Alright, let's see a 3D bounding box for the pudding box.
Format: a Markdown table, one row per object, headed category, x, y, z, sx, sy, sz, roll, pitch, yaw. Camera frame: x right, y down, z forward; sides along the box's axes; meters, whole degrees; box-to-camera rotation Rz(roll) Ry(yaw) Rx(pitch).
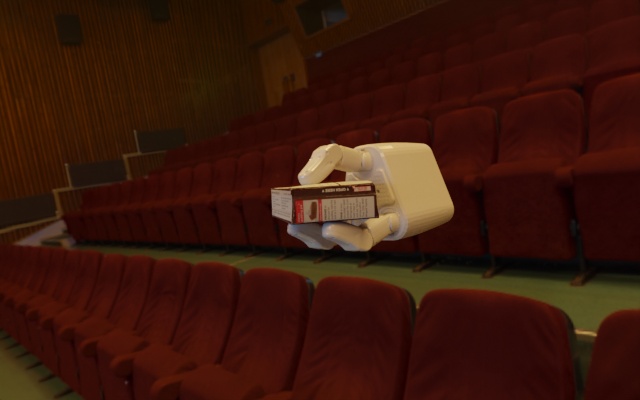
| category | x | y | z | sx | sy | sz | roll | pitch | yaw |
| --- | --- | --- | --- | --- | --- | --- | --- | --- | --- |
| pudding box | 0.000 | 0.001 | 0.509 | 0.090 | 0.039 | 0.113 | -5 | 1 | -15 |
